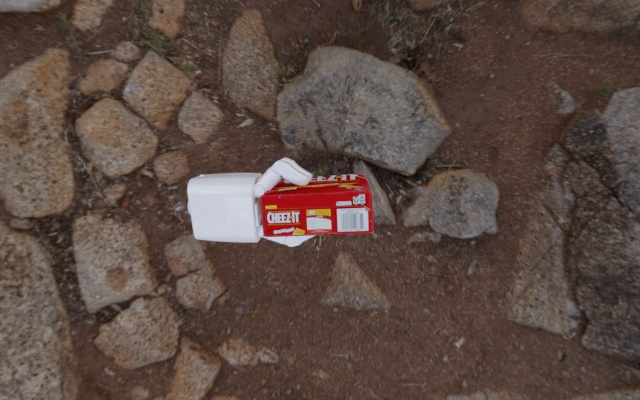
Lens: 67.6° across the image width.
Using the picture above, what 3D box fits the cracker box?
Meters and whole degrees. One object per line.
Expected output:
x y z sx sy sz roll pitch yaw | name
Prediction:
0.000 0.003 0.789 0.164 0.072 0.213 -3 9 3 | cracker box
